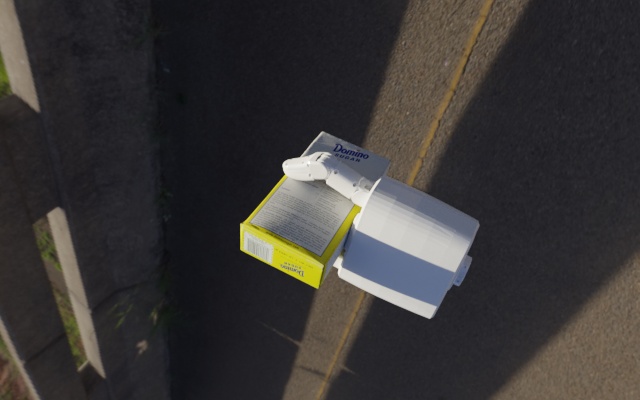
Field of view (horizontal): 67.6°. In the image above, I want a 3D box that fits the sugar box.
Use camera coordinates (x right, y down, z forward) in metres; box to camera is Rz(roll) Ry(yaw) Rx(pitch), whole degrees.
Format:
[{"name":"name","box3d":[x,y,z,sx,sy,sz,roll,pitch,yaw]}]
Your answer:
[{"name":"sugar box","box3d":[0.000,0.002,0.513,0.093,0.048,0.176,25,45,14]}]
